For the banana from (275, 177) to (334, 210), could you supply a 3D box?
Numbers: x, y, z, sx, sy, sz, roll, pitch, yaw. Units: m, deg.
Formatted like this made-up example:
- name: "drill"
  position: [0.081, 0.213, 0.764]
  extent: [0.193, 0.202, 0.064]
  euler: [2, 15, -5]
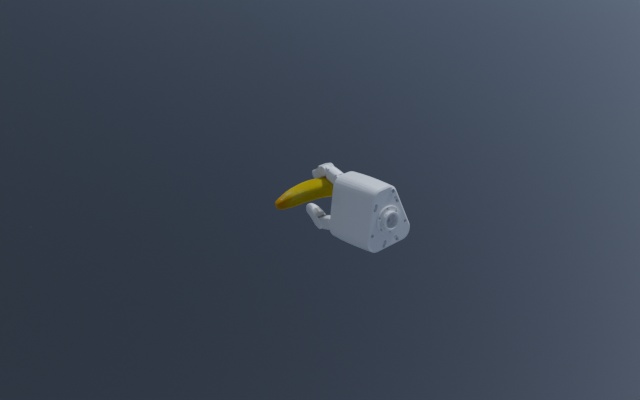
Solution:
- name: "banana"
  position: [0.009, -0.013, 0.882]
  extent: [0.198, 0.070, 0.037]
  euler: [0, 30, -39]
